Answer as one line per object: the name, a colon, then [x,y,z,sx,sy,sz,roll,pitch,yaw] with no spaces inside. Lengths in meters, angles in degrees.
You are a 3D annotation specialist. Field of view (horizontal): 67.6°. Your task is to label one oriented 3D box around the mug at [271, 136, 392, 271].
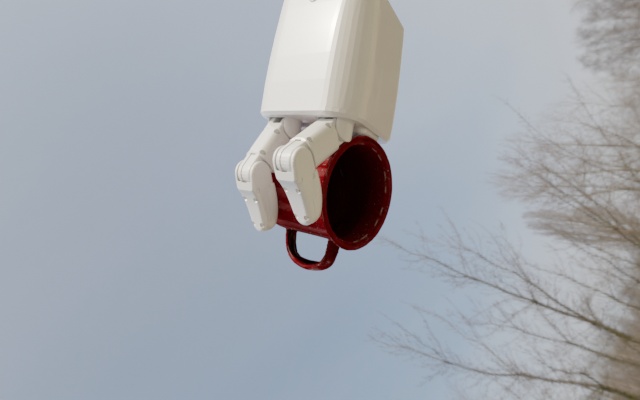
mug: [0.000,0.003,0.410,0.081,0.117,0.093,10,-2,41]
